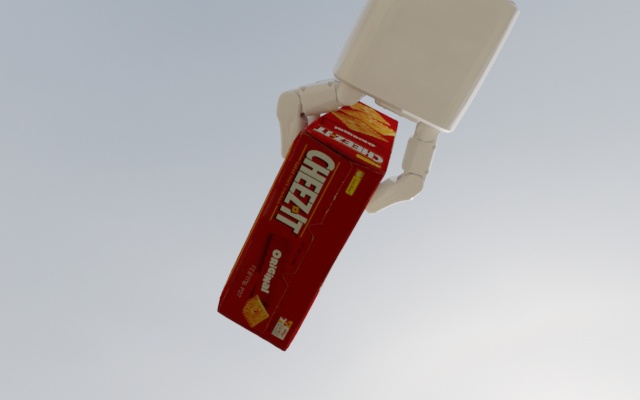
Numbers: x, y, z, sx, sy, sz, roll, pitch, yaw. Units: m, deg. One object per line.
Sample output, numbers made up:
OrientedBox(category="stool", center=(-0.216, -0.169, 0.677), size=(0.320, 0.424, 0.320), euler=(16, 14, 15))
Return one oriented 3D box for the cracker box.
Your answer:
OrientedBox(category="cracker box", center=(0.000, 0.001, 0.432), size=(0.072, 0.164, 0.213), euler=(28, 21, 3))
